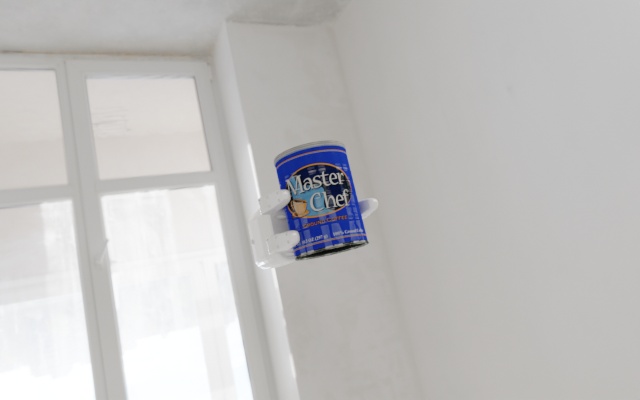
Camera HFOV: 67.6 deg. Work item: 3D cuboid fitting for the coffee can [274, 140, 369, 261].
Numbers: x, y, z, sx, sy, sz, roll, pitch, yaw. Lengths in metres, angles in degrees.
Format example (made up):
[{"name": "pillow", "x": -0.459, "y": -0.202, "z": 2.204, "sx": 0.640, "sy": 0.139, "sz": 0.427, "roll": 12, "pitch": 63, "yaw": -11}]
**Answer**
[{"name": "coffee can", "x": 0.000, "y": 0.002, "z": 0.652, "sx": 0.103, "sy": 0.140, "sz": 0.103, "roll": -12, "pitch": -11, "yaw": -2}]
